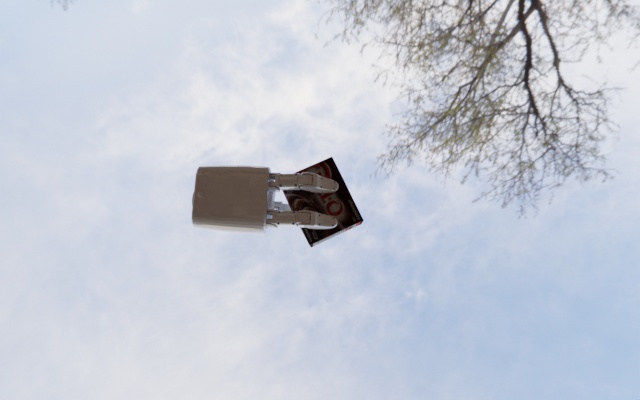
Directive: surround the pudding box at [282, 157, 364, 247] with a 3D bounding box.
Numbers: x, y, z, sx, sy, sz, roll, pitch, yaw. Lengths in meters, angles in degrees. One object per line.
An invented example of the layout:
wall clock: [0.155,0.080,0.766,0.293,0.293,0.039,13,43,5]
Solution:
pudding box: [0.000,0.002,0.722,0.090,0.113,0.039,-25,-10,-7]
